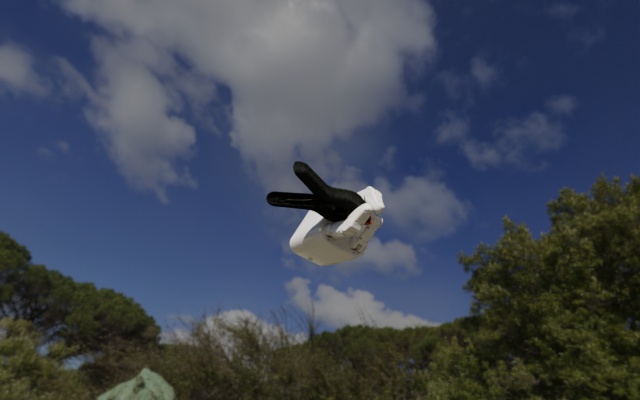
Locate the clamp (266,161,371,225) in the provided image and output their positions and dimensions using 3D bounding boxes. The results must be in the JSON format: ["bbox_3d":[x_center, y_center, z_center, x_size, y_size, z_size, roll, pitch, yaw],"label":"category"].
[{"bbox_3d":[0.000,0.002,0.762,0.171,0.039,0.120,29,-32,-25],"label":"clamp"}]
